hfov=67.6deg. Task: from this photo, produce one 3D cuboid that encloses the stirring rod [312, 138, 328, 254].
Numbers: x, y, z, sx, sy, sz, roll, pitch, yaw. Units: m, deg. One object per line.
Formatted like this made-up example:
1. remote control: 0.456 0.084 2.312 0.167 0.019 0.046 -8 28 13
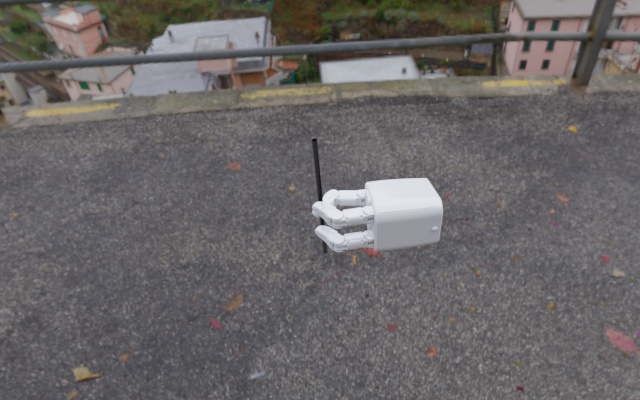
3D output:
1. stirring rod: 0.000 0.003 0.760 0.011 0.240 0.011 -3 42 3
